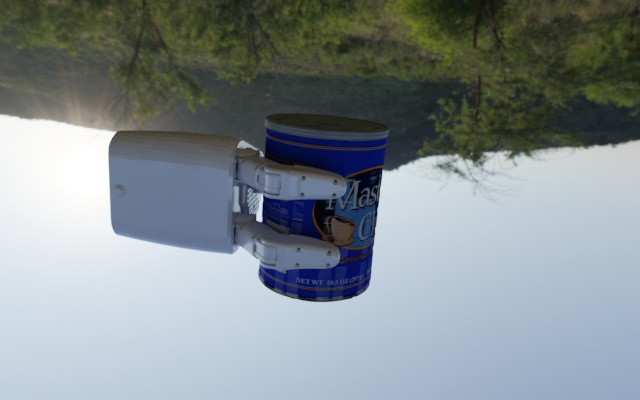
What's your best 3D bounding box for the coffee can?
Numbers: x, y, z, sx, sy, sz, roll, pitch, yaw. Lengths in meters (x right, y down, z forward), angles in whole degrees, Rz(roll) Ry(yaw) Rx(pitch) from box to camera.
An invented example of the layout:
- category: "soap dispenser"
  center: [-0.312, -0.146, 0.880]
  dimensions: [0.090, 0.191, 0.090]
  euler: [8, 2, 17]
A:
- category: "coffee can"
  center: [0.000, 0.001, 0.415]
  dimensions: [0.103, 0.140, 0.102]
  euler: [5, 16, -1]
